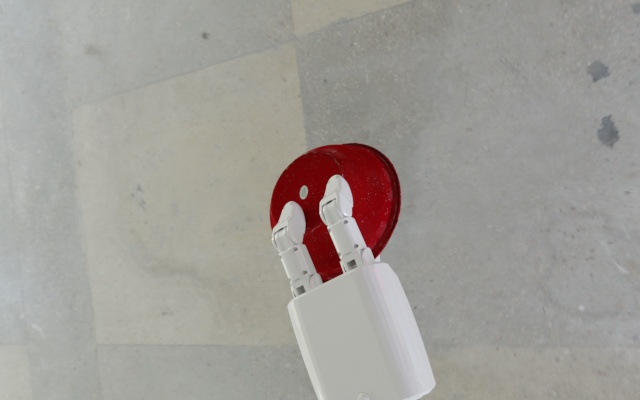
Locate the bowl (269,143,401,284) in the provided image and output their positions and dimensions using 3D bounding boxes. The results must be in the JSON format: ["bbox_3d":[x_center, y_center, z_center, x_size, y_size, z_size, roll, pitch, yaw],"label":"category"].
[{"bbox_3d":[-0.001,0.001,0.500,0.162,0.162,0.055,0,-21,38],"label":"bowl"}]
